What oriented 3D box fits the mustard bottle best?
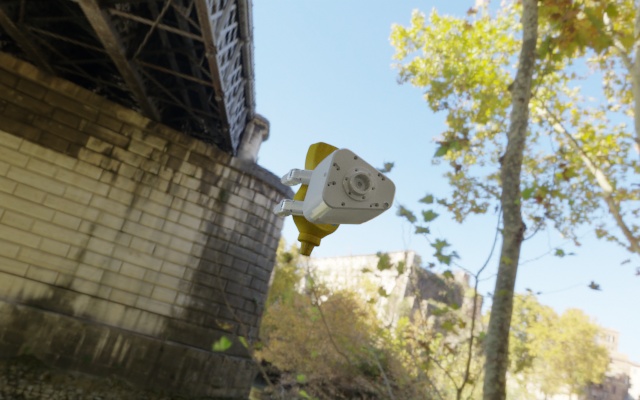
[{"bbox_3d":[0.000,0.002,0.823,0.096,0.191,0.058,27,-19,-34],"label":"mustard bottle"}]
